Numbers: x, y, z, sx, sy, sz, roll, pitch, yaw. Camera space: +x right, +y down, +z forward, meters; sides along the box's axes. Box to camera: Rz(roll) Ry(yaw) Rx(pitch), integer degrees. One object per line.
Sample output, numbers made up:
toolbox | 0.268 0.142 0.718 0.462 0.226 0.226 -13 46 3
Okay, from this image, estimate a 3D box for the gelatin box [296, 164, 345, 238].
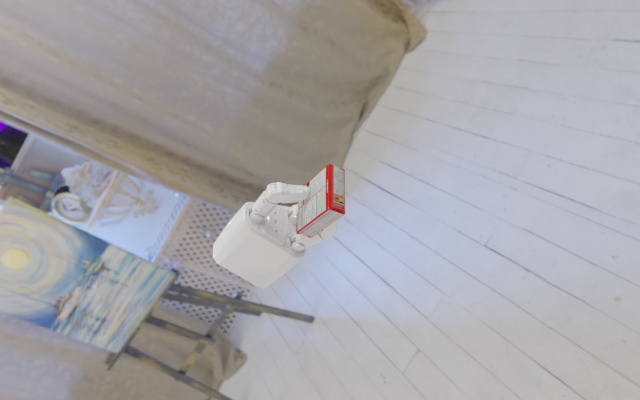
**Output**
gelatin box | 0.000 0.002 0.672 0.030 0.073 0.089 19 -36 -26
